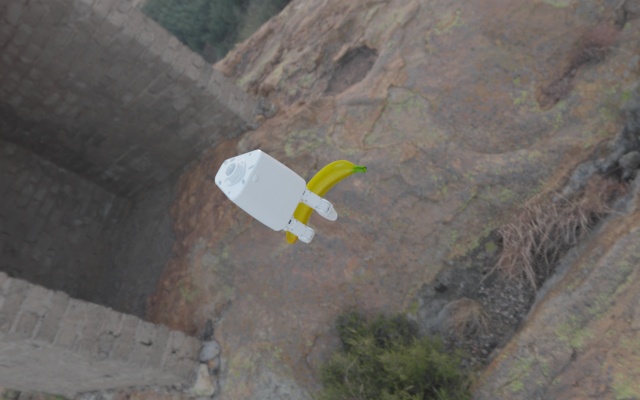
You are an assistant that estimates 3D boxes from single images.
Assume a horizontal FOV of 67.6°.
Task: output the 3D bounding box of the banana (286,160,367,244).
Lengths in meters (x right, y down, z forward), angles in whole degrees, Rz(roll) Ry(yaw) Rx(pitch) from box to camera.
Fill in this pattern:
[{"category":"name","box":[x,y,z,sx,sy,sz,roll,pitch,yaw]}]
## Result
[{"category":"banana","box":[-0.005,-0.009,0.882,0.037,0.198,0.069,39,7,-40]}]
